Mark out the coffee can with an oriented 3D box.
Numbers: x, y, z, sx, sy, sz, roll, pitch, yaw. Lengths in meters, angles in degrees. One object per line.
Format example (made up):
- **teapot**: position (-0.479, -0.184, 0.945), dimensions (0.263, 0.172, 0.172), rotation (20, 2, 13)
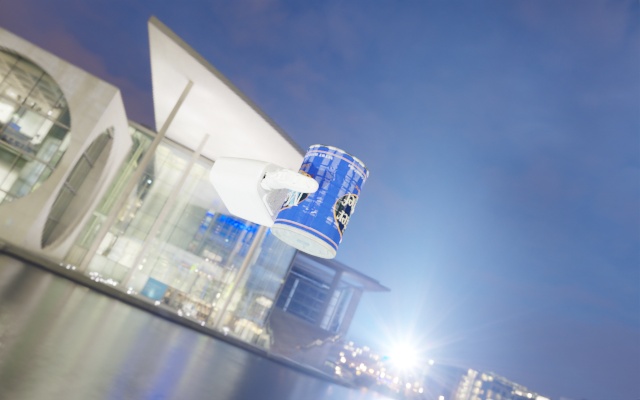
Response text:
- **coffee can**: position (0.000, 0.002, 0.718), dimensions (0.103, 0.140, 0.103), rotation (22, -17, 7)
